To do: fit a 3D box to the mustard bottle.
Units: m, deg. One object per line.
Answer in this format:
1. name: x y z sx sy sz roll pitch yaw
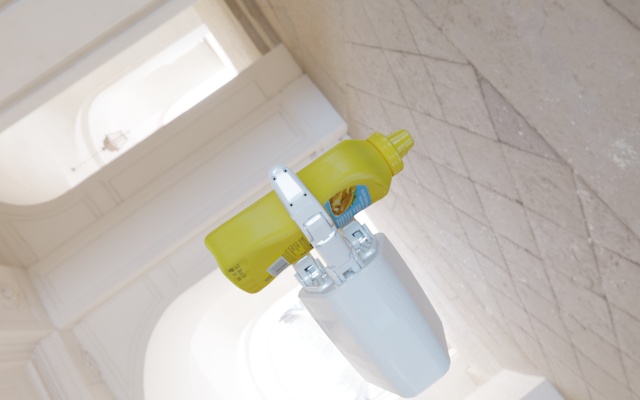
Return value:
1. mustard bottle: 0.000 0.001 0.408 0.191 0.058 0.096 -36 -22 -4
